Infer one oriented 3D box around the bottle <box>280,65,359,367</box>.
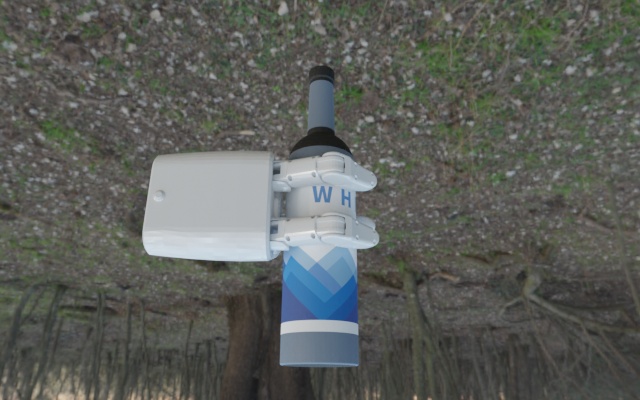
[{"bbox_3d":[0.000,0.002,0.454,0.069,0.295,0.069,0,-21,0],"label":"bottle"}]
